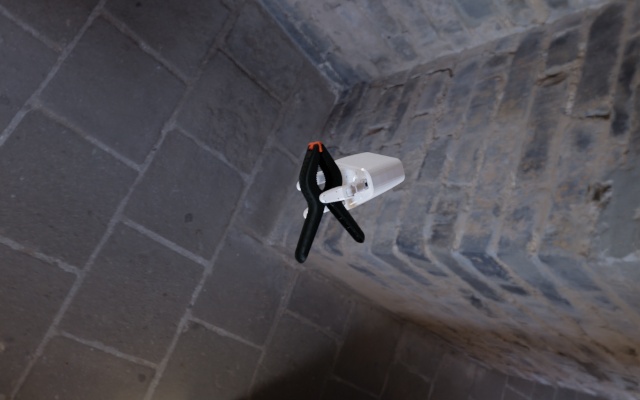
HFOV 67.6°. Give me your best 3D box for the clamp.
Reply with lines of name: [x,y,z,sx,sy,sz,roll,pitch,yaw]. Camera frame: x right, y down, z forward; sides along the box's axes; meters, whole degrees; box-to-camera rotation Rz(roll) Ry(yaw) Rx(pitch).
clamp: [0.001,0.002,0.853,0.164,0.210,0.036,-22,12,-41]
